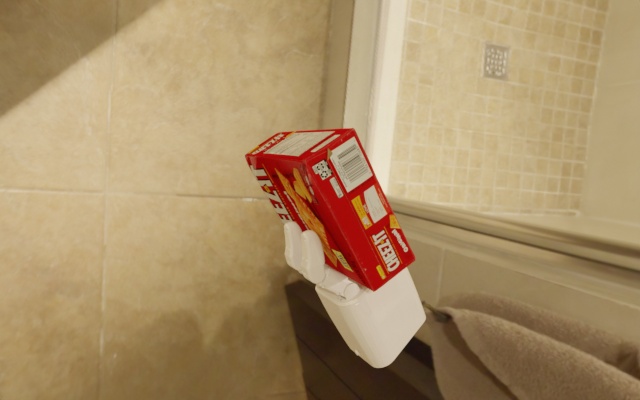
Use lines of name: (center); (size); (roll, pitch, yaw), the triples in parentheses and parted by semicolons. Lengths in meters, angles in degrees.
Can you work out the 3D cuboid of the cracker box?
cracker box: (0.000, 0.002, 0.576); (0.072, 0.164, 0.213); (-34, 19, -18)
